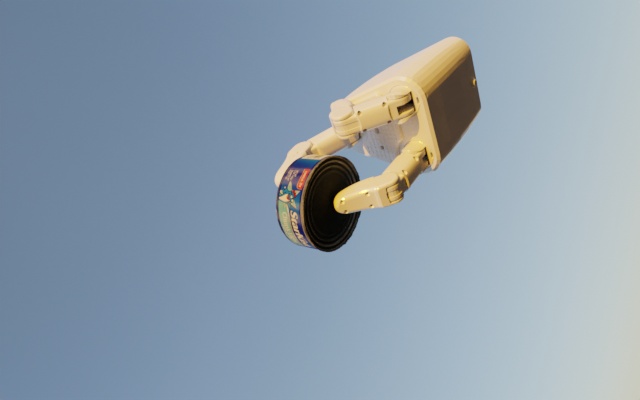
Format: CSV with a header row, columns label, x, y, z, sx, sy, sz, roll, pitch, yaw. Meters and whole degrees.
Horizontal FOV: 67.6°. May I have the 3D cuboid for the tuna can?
label,x,y,z,sx,sy,sz,roll,pitch,yaw
tuna can,0.000,0.001,0.429,0.034,0.086,0.086,8,5,38
